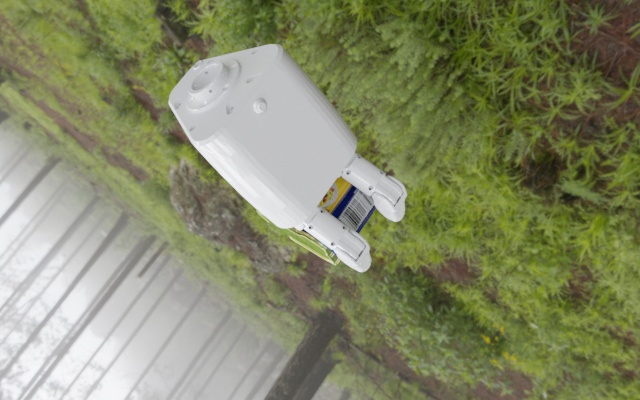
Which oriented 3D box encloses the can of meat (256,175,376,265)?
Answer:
[{"bbox_3d":[0.000,0.002,0.449,0.102,0.084,0.057,25,-15,43],"label":"can of meat"}]
